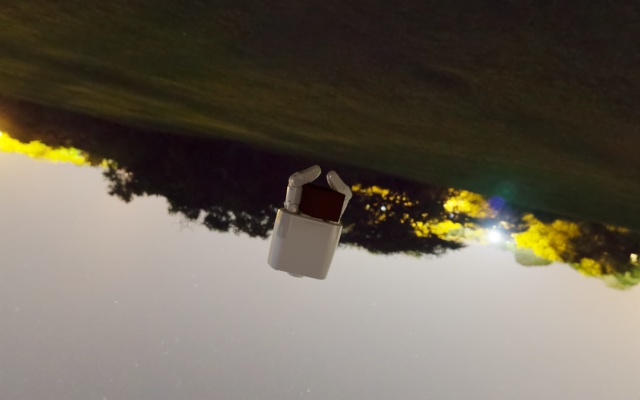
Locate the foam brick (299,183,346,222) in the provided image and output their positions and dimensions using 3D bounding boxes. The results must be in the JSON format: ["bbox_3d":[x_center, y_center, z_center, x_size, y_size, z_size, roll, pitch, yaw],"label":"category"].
[{"bbox_3d":[0.000,0.003,0.834,0.053,0.051,0.078,13,5,-25],"label":"foam brick"}]
